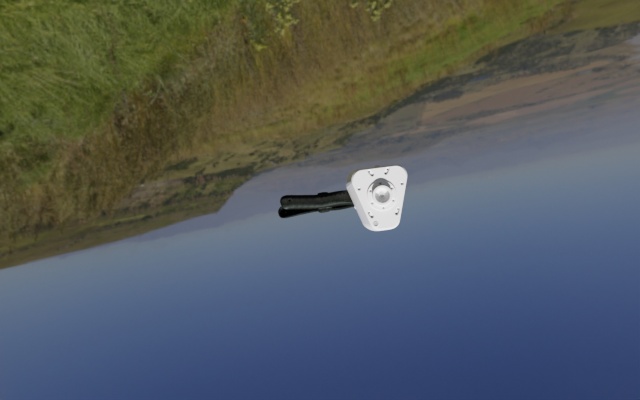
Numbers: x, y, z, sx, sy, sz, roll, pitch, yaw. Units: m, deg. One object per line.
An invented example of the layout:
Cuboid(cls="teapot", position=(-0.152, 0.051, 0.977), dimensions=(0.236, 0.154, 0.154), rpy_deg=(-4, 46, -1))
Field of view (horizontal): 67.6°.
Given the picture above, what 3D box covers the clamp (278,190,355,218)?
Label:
Cuboid(cls="clamp", position=(0.000, 0.003, 0.887), dimensions=(0.171, 0.039, 0.120), rpy_deg=(-11, -5, 0))
